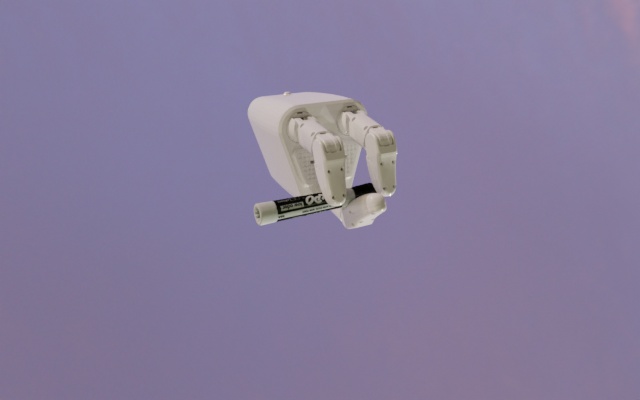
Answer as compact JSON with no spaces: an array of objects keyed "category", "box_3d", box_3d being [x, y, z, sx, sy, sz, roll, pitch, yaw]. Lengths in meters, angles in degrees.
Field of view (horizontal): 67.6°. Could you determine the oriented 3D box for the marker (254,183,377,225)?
[{"category":"marker","box_3d":[0.000,0.001,0.430,0.121,0.020,0.020,-11,5,-25]}]
